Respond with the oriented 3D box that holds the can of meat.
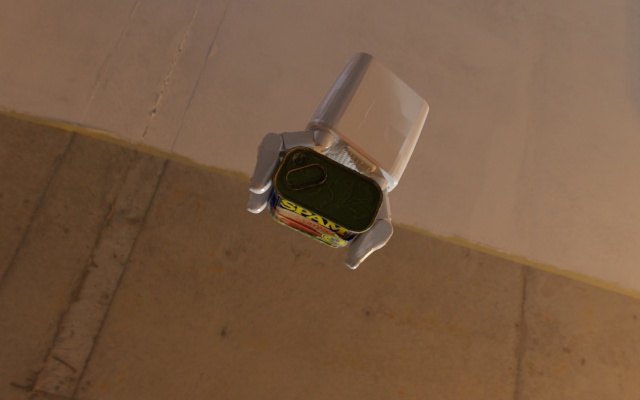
[{"bbox_3d":[0.000,0.002,0.478,0.102,0.057,0.084,26,-21,-2],"label":"can of meat"}]
